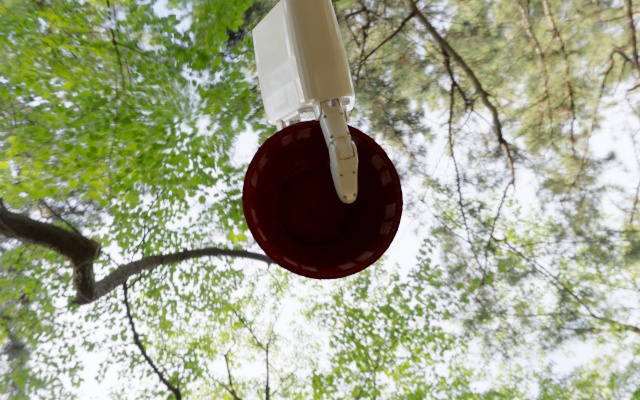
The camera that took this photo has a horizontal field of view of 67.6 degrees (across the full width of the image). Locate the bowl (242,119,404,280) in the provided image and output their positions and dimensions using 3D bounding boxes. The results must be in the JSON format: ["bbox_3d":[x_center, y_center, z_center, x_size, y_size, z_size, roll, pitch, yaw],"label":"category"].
[{"bbox_3d":[0.000,0.003,0.492,0.162,0.162,0.055,0,-12,-11],"label":"bowl"}]
